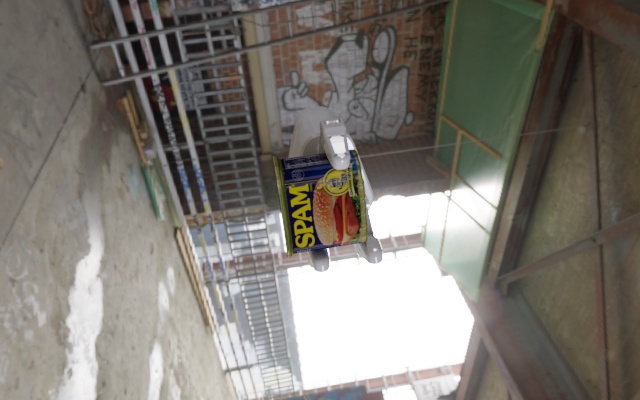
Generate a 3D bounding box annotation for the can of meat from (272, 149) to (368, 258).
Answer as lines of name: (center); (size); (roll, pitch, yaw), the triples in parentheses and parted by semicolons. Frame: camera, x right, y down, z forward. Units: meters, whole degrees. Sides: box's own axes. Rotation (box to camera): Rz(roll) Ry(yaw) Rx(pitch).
can of meat: (0.000, 0.001, 0.486); (0.084, 0.102, 0.057); (-8, 25, -6)
